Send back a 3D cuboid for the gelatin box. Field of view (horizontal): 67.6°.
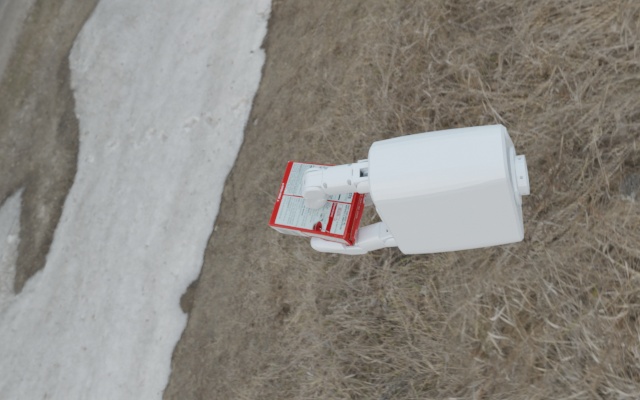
[{"bbox_3d":[0.000,0.001,0.483,0.089,0.073,0.030,8,-17,26],"label":"gelatin box"}]
